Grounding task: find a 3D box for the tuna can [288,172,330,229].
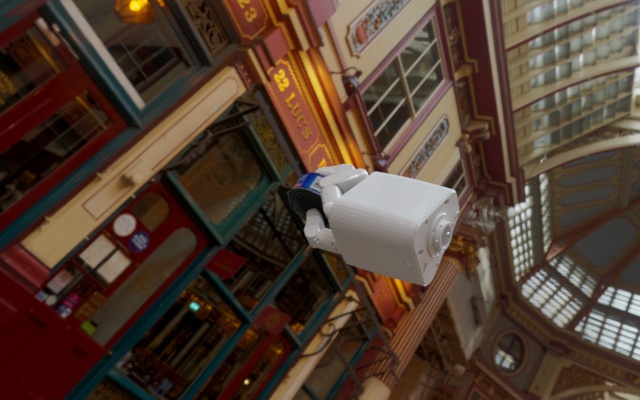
[{"bbox_3d":[0.000,0.002,0.655,0.086,0.033,0.086,25,-30,16],"label":"tuna can"}]
